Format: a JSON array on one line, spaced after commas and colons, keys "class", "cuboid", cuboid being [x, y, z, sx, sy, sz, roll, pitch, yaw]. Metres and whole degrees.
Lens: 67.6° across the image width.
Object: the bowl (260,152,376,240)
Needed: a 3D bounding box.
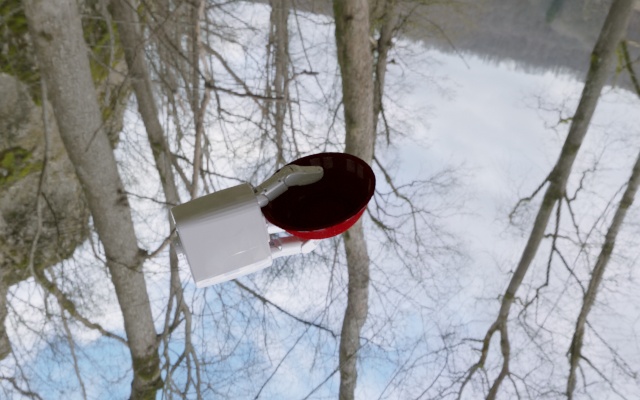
[{"class": "bowl", "cuboid": [0.001, 0.002, 0.660, 0.162, 0.055, 0.162, -10, 41, 8]}]
